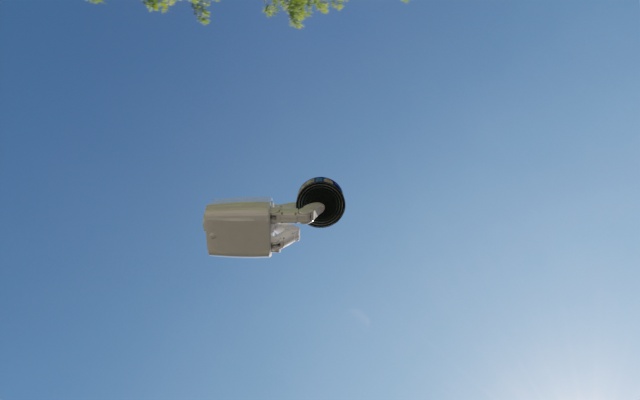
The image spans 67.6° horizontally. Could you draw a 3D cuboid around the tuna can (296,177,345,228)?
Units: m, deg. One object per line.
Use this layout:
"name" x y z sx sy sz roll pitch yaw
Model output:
"tuna can" 0.000 0.003 0.837 0.086 0.086 0.033 0 22 -1
